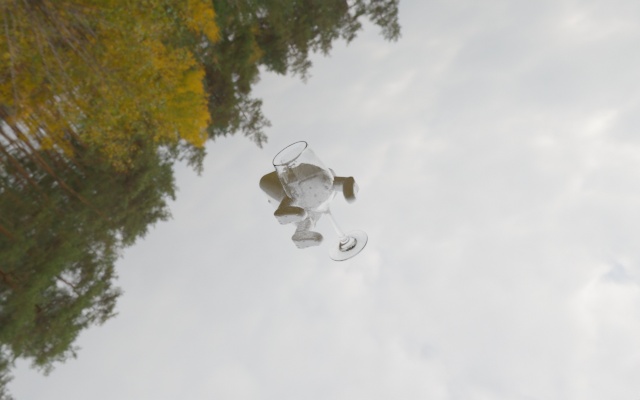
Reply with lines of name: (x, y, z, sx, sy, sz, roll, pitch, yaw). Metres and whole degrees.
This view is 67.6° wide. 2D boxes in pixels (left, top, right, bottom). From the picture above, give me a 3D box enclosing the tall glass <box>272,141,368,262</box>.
tall glass: (0.001, 0.003, 0.770, 0.079, 0.201, 0.079, -24, 29, 14)
